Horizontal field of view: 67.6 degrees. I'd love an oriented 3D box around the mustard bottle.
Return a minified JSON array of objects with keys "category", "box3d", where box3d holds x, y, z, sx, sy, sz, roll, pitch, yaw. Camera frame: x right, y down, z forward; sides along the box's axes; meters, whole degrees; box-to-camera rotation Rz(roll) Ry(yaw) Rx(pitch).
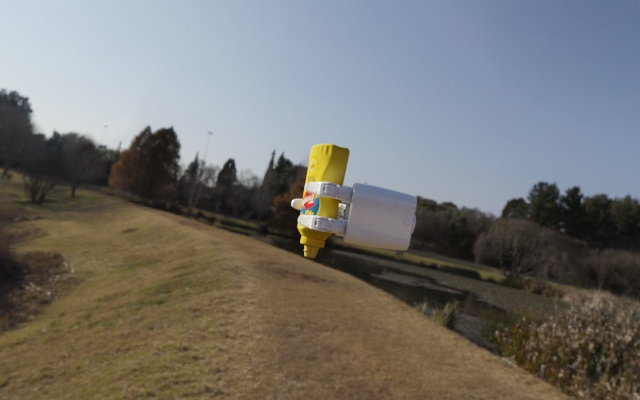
[{"category":"mustard bottle","box3d":[0.000,0.002,0.817,0.058,0.191,0.096,12,-3,-25]}]
